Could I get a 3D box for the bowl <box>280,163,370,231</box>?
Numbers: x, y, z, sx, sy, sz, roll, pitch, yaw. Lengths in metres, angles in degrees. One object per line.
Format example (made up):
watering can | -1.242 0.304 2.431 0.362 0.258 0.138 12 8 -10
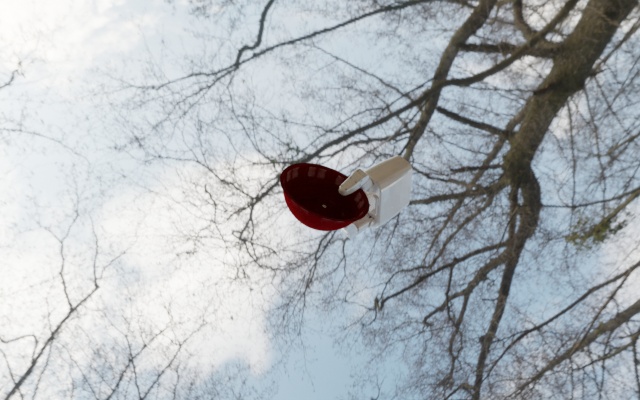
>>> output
bowl | -0.001 0.003 0.823 0.162 0.055 0.162 17 33 -11
